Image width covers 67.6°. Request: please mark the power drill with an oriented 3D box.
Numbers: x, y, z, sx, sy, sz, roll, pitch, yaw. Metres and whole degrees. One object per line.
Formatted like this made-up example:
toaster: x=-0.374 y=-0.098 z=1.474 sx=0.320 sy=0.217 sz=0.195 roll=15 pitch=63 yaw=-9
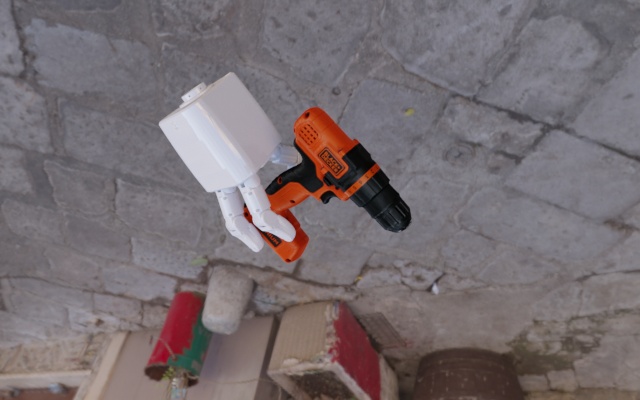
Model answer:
power drill: x=0.000 y=0.002 z=0.610 sx=0.188 sy=0.184 sz=0.057 roll=-42 pitch=-2 yaw=34
